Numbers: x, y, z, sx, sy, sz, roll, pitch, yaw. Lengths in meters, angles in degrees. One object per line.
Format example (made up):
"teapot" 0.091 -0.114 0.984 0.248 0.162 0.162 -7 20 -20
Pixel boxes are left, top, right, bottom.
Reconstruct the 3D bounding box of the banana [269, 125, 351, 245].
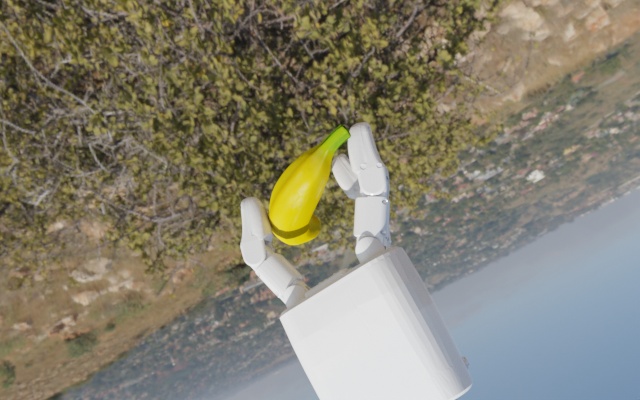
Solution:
"banana" -0.015 0.008 0.426 0.069 0.037 0.198 -26 -16 -18
